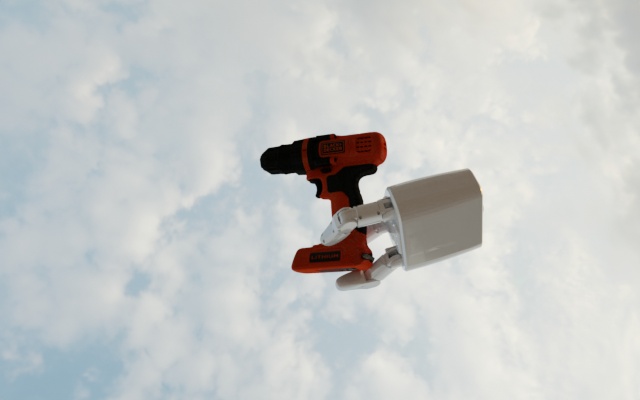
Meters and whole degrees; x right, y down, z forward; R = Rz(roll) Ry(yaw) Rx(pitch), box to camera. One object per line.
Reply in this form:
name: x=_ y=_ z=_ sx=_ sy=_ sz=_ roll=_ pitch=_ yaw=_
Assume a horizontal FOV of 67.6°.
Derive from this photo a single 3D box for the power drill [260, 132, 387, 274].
power drill: x=0.000 y=0.003 z=0.644 sx=0.184 sy=0.187 sz=0.057 roll=-6 pitch=-14 yaw=22
